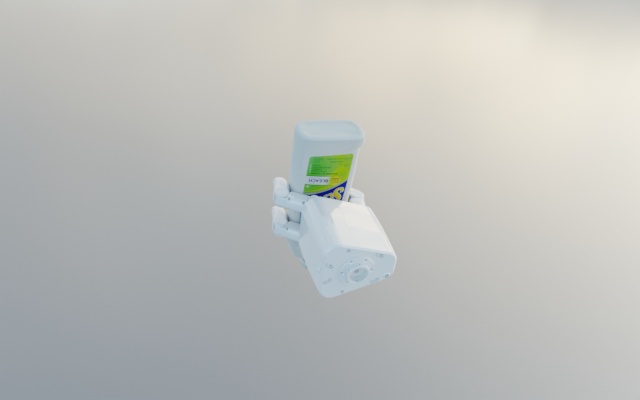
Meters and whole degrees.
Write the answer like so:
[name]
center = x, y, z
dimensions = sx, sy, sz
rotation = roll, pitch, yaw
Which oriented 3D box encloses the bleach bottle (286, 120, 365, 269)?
[bleach bottle]
center = 0.000, 0.002, 0.740
dimensions = 0.102, 0.251, 0.068
rotation = -3, 35, -14
